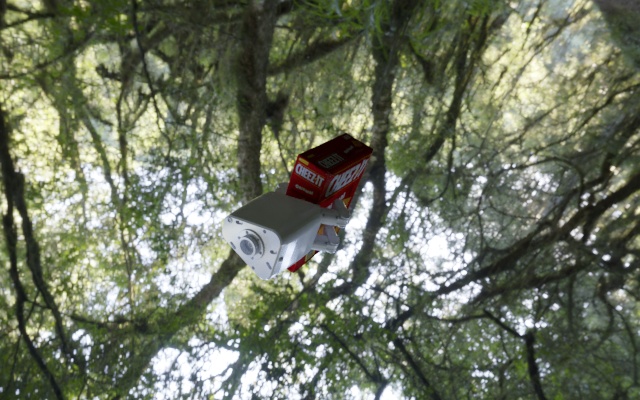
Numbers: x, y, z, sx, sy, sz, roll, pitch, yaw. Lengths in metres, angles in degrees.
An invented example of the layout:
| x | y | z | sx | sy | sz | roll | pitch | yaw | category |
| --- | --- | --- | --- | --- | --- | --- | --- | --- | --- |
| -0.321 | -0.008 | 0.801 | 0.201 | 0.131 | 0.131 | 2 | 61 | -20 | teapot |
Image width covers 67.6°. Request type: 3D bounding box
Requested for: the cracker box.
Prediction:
| x | y | z | sx | sy | sz | roll | pitch | yaw | category |
| --- | --- | --- | --- | --- | --- | --- | --- | --- | --- |
| 0.000 | 0.003 | 0.850 | 0.072 | 0.214 | 0.164 | 32 | 33 | 17 | cracker box |
